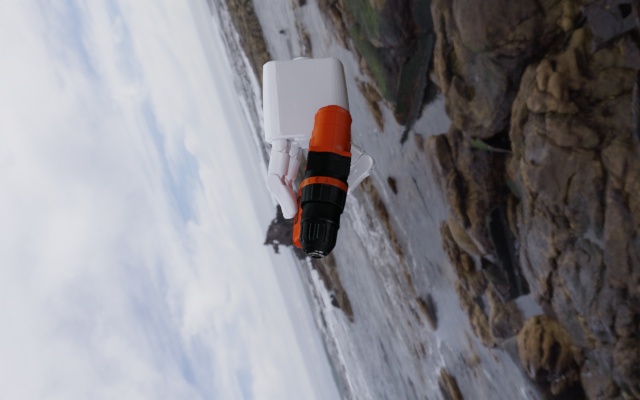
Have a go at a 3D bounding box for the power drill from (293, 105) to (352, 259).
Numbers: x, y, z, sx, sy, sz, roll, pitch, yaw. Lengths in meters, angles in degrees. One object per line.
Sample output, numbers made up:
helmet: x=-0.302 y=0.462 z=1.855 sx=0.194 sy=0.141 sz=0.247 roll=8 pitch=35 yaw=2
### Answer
power drill: x=0.000 y=0.002 z=0.598 sx=0.057 sy=0.184 sz=0.188 roll=11 pitch=-23 yaw=-3
